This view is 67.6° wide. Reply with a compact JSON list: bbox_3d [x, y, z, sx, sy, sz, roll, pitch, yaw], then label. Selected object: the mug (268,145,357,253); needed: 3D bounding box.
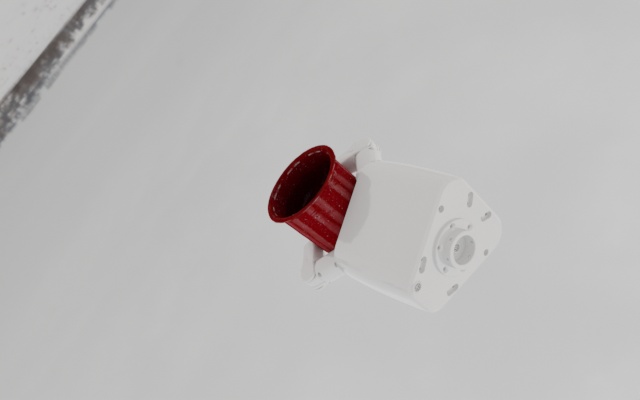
[{"bbox_3d":[-0.001,0.002,0.506,0.081,0.093,0.117,38,-11,-30],"label":"mug"}]
